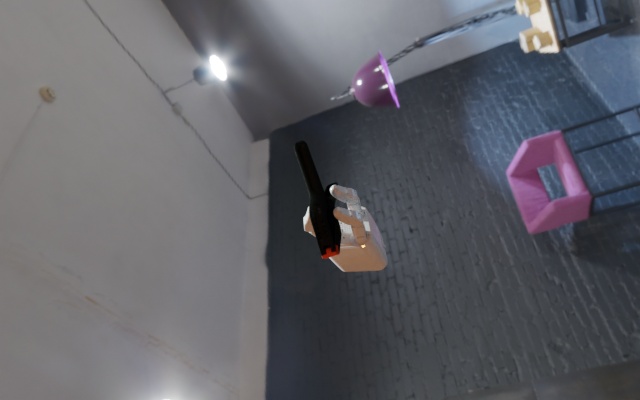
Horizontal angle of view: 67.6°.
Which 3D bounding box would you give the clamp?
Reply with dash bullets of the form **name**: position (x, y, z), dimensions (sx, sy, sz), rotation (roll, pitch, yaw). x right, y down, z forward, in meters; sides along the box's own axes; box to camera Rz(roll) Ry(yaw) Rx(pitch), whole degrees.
- **clamp**: position (0.000, 0.004, 0.857), dimensions (0.036, 0.209, 0.165), rotation (-21, -43, 17)
